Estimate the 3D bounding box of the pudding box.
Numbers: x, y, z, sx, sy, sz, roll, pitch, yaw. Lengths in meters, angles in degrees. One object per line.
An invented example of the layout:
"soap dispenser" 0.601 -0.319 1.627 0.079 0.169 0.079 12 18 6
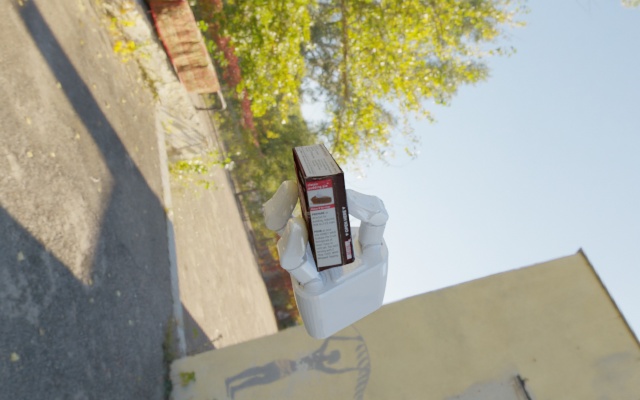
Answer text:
"pudding box" 0.000 0.002 0.456 0.039 0.090 0.113 -11 20 -7
